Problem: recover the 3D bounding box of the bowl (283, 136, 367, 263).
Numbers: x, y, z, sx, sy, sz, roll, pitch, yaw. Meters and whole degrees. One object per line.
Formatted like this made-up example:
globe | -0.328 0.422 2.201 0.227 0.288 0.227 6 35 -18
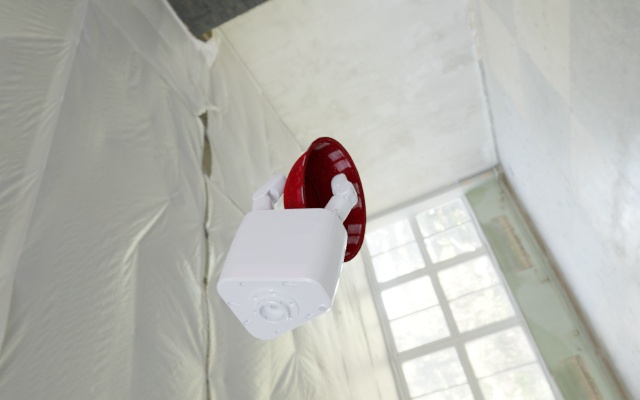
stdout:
bowl | 0.000 0.002 0.617 0.055 0.162 0.162 -10 -5 31
